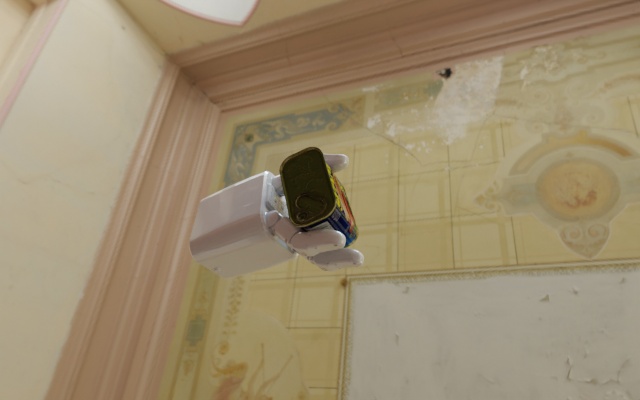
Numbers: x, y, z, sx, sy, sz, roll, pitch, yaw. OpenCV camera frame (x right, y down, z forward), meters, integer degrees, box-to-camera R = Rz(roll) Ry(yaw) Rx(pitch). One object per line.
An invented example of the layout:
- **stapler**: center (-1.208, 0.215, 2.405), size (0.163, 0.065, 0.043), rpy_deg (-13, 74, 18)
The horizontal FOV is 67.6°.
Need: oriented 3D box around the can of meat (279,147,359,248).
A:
- **can of meat**: center (0.000, 0.002, 0.569), size (0.057, 0.102, 0.084), rpy_deg (-24, -36, 12)
